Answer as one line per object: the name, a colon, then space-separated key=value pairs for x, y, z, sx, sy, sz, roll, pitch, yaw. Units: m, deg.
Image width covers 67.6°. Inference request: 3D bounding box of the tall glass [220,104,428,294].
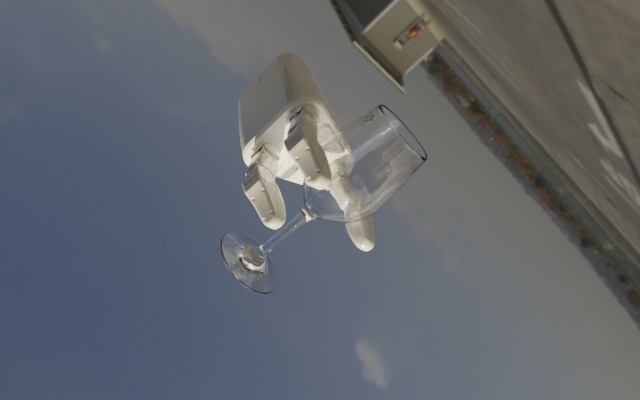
tall glass: x=0.000 y=0.002 z=0.440 sx=0.201 sy=0.079 sz=0.079 roll=-40 pitch=-17 yaw=21
